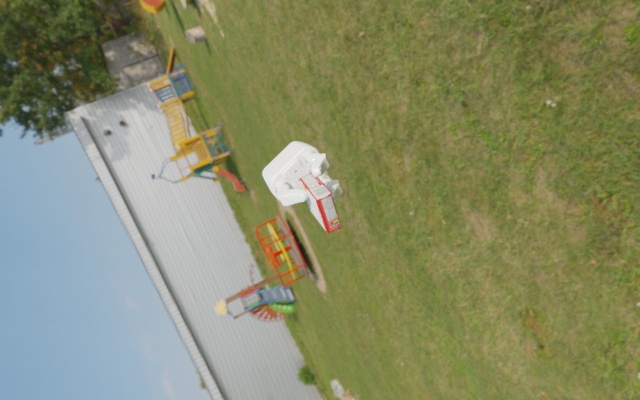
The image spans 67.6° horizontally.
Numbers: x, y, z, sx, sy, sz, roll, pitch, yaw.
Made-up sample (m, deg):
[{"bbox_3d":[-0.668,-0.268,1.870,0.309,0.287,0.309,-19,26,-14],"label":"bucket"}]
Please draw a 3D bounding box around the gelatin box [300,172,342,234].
[{"bbox_3d":[0.000,0.003,0.810,0.030,0.073,0.089,-24,34,-10],"label":"gelatin box"}]
